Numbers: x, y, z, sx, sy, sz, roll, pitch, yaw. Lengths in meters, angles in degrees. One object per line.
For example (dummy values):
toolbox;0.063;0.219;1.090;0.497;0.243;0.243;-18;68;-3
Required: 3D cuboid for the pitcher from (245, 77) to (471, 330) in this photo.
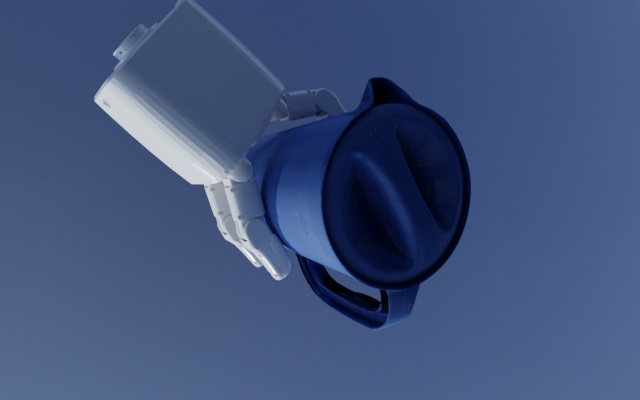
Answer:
pitcher;0.000;0.001;0.428;0.145;0.149;0.243;41;-17;-26
